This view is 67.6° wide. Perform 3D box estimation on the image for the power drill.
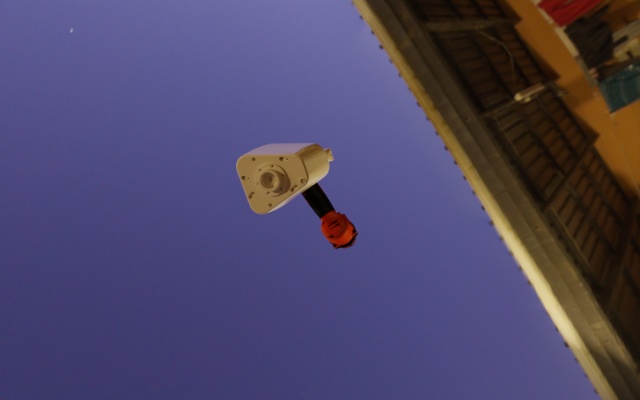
[{"bbox_3d":[0.000,0.002,0.860,0.057,0.187,0.184,-36,-14,-1],"label":"power drill"}]
